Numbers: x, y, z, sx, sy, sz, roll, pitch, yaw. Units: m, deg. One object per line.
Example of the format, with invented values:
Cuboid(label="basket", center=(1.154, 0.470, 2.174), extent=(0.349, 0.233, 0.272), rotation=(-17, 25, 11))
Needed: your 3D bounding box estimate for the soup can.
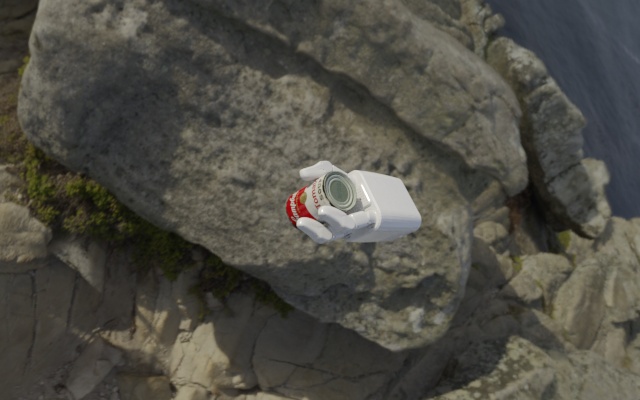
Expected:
Cuboid(label="soup can", center=(0.000, 0.002, 0.752), extent=(0.068, 0.068, 0.102), rotation=(0, -20, -40))
